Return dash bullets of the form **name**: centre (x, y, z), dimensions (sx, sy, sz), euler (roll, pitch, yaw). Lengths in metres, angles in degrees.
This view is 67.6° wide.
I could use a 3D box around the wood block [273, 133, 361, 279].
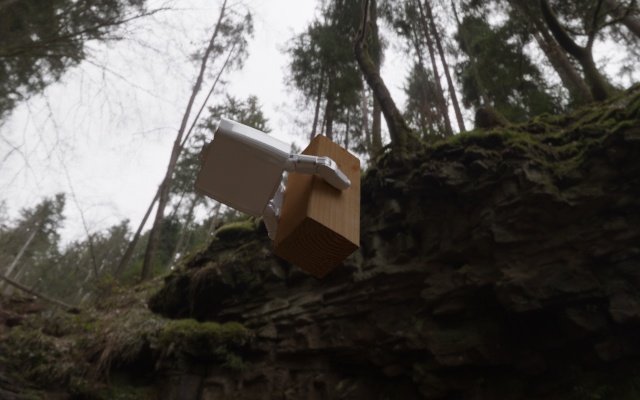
- **wood block**: centre (0.000, 0.002, 0.734), dimensions (0.090, 0.206, 0.091), euler (32, -54, -20)
